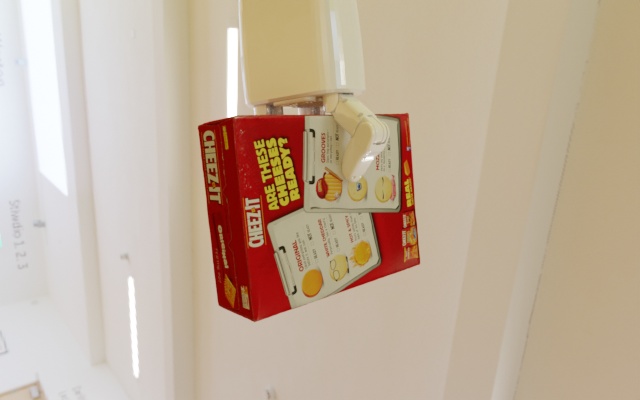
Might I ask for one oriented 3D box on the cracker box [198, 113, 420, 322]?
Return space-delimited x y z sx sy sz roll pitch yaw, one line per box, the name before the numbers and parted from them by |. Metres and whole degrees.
cracker box | 0.000 0.001 0.458 0.213 0.164 0.072 -10 7 -40
